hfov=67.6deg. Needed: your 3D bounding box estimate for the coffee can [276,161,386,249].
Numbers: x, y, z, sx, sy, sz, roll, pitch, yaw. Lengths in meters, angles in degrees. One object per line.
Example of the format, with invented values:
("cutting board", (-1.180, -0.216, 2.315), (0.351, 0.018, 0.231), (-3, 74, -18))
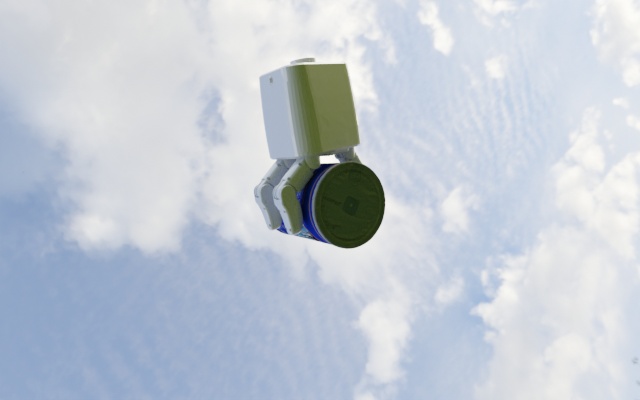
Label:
("coffee can", (0.000, 0.002, 0.615), (0.103, 0.103, 0.140), (0, 3, -32))
